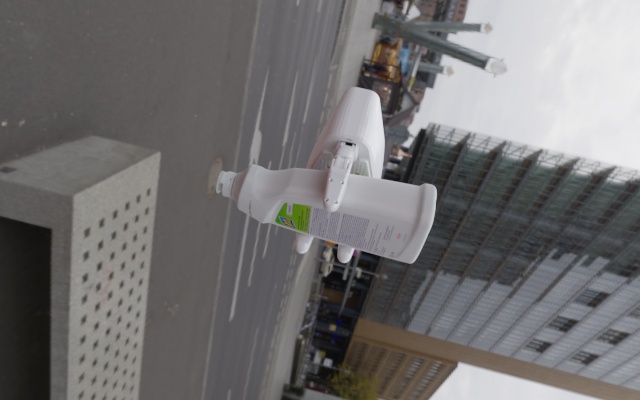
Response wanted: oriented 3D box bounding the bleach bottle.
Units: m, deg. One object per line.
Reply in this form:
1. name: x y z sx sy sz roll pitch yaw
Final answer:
1. bleach bottle: 0.000 0.002 0.565 0.251 0.068 0.103 14 -40 4
